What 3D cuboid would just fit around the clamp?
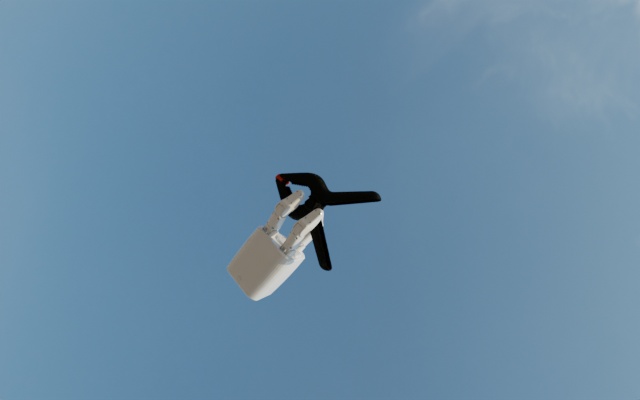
[{"bbox_3d":[0.000,0.003,0.882,0.210,0.164,0.036,45,6,29],"label":"clamp"}]
